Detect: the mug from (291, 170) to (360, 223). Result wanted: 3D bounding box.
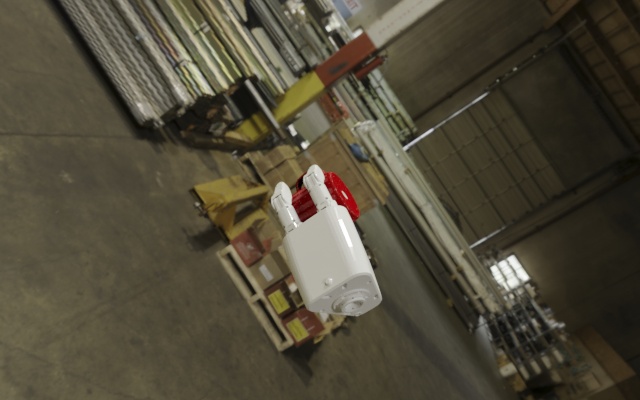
[{"bbox_3d":[0.000,0.001,0.710,0.081,0.117,0.093,-33,-37,14],"label":"mug"}]
